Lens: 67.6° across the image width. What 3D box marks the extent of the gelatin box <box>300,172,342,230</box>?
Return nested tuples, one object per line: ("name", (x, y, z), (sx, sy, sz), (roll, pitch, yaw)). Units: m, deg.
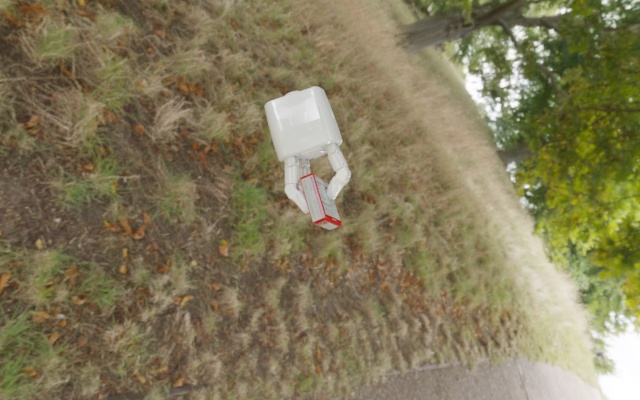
("gelatin box", (0.001, 0.003, 0.840), (0.030, 0.089, 0.073), (-24, -20, 17))
